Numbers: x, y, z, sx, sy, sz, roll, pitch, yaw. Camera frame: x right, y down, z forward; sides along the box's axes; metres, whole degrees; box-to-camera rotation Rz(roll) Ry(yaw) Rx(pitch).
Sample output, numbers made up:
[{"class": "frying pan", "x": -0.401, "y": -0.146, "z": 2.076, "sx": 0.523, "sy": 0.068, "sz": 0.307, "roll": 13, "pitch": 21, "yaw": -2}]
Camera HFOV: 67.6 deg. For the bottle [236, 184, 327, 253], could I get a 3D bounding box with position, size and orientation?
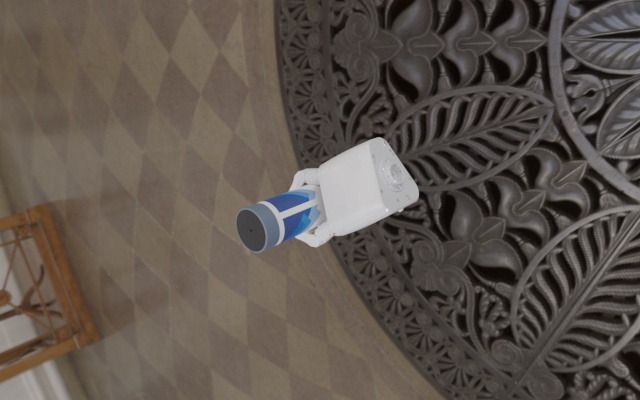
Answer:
[{"class": "bottle", "x": 0.000, "y": 0.003, "z": 0.767, "sx": 0.069, "sy": 0.069, "sz": 0.295, "roll": 0, "pitch": 16, "yaw": 43}]
